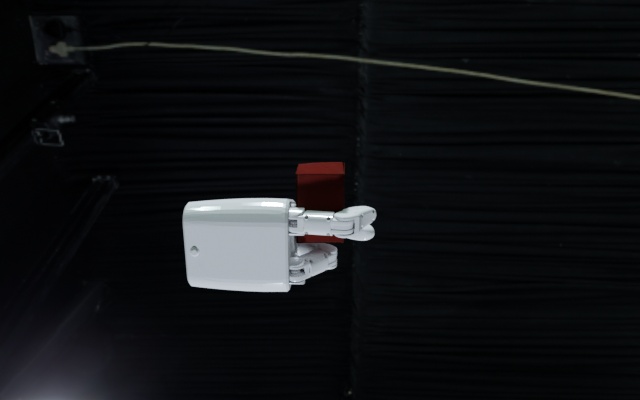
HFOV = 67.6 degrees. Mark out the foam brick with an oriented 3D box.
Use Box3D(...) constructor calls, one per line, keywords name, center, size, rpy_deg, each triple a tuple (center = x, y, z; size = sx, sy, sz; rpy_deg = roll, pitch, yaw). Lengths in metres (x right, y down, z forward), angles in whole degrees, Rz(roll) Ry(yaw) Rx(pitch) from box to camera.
Box3D(name="foam brick", center=(0.000, 0.001, 0.512), size=(0.051, 0.078, 0.053), rpy_deg=(1, 16, 2))
